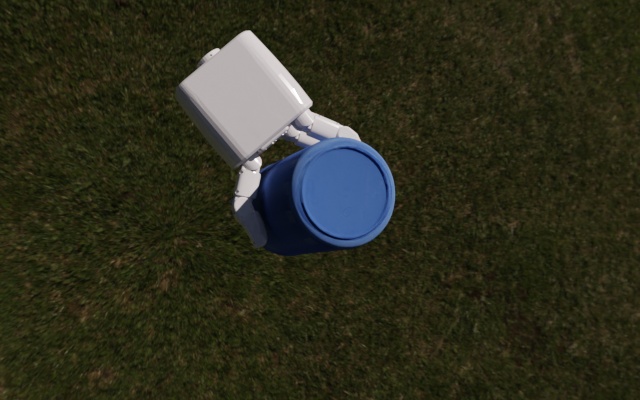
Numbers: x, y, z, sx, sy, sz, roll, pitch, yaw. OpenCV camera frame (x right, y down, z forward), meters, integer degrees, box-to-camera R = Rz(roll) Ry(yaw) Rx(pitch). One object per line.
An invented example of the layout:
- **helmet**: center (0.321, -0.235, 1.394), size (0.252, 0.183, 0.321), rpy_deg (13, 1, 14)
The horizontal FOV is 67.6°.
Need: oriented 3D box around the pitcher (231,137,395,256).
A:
- **pitcher**: center (0.000, 0.002, 0.563), size (0.149, 0.145, 0.243), rpy_deg (-41, 8, -16)
